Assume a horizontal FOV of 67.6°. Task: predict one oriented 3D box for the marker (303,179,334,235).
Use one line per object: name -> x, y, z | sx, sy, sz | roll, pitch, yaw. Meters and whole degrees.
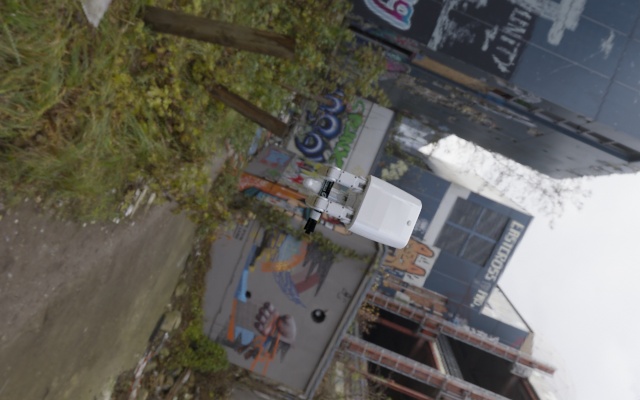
marker -> 0.000, 0.003, 0.836 | 0.020, 0.121, 0.020 | 23, -2, 1
